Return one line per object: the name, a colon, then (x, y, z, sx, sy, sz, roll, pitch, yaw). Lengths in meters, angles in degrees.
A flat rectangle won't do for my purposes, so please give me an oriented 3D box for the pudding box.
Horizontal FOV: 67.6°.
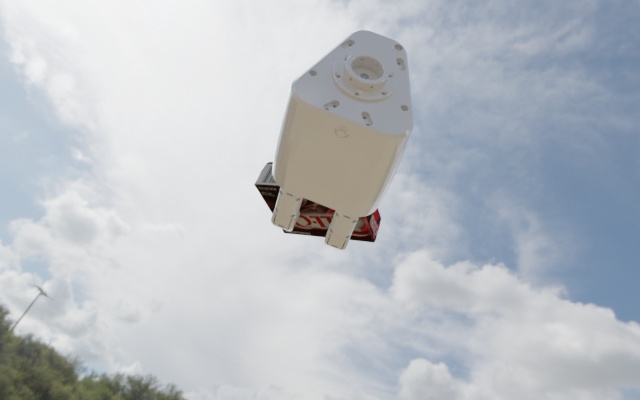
pudding box: (0.000, 0.001, 0.503, 0.113, 0.039, 0.090, 6, -36, 26)
